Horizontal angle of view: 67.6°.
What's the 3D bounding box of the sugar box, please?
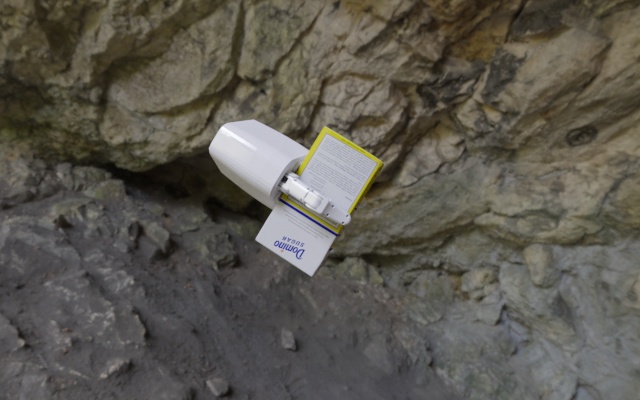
[{"bbox_3d":[0.000,0.002,0.634,0.093,0.176,0.048,33,4,9],"label":"sugar box"}]
